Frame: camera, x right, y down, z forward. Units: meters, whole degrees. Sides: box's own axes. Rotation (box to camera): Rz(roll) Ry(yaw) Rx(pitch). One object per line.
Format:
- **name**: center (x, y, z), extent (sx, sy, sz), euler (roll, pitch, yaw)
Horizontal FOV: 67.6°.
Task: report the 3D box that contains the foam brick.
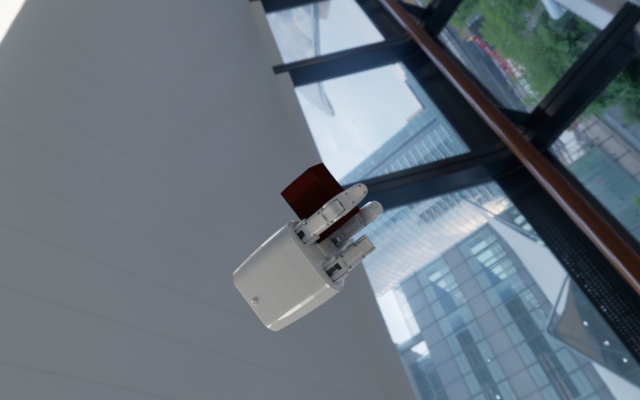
- **foam brick**: center (0.000, 0.002, 0.576), extent (0.051, 0.078, 0.053), euler (-39, -5, 21)
